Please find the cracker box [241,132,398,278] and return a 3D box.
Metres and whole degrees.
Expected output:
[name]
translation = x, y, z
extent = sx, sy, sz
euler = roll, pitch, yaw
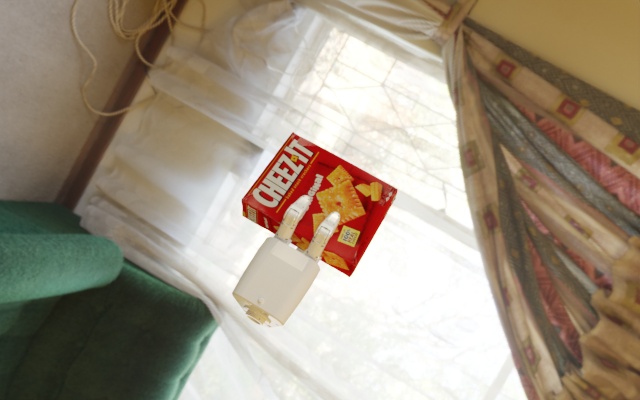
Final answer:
[cracker box]
translation = 0.000, 0.003, 0.806
extent = 0.213, 0.164, 0.072
euler = 30, -26, 8
